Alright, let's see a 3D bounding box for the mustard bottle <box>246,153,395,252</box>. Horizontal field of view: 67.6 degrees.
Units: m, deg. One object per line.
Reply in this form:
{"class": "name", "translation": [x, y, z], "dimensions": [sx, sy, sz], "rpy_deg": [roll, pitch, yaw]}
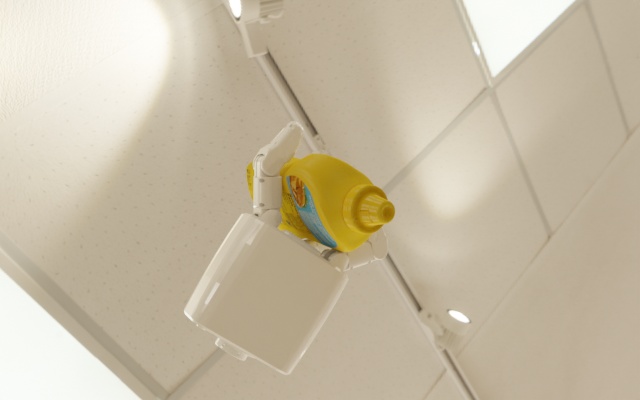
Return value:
{"class": "mustard bottle", "translation": [0.000, 0.001, 0.452], "dimensions": [0.058, 0.096, 0.191], "rpy_deg": [-35, 23, -25]}
